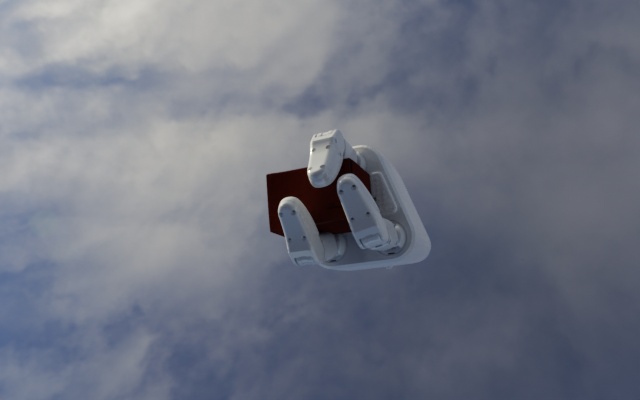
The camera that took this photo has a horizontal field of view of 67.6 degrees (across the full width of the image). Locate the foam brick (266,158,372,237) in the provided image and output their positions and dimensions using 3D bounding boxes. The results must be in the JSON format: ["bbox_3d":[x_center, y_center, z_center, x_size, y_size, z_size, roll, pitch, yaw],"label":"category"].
[{"bbox_3d":[0.000,0.001,0.410,0.078,0.053,0.051,-9,-15,21],"label":"foam brick"}]
